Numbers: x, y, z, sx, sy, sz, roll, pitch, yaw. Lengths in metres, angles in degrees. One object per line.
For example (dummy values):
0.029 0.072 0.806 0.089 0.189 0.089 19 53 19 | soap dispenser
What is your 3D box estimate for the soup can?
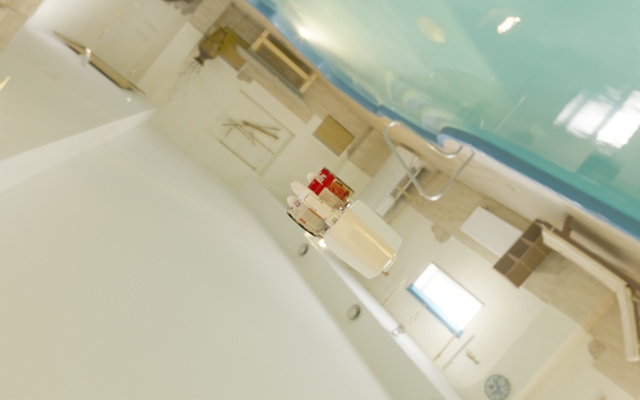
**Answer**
0.000 0.003 0.808 0.068 0.102 0.068 40 3 -2 | soup can
